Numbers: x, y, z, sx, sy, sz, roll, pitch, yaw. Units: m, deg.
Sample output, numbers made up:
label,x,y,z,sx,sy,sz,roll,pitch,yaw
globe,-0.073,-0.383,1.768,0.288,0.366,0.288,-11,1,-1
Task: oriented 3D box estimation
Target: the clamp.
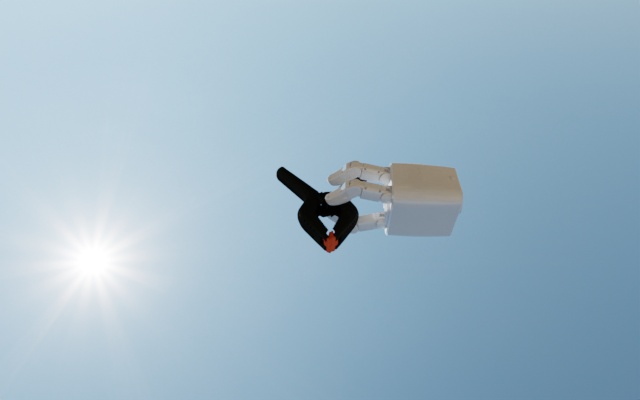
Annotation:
label,x,y,z,sx,sy,sz,roll,pitch,yaw
clamp,0.000,0.004,0.768,0.164,0.036,0.209,2,37,3
